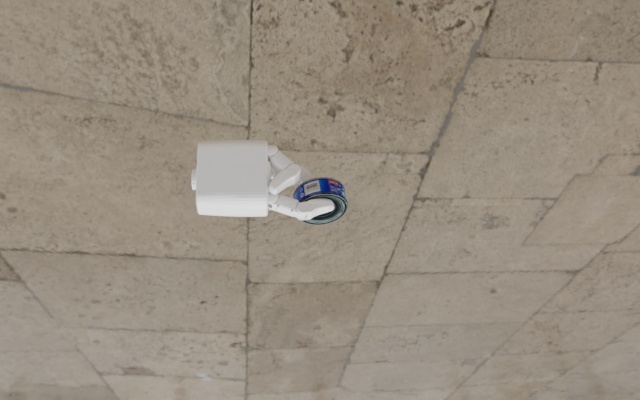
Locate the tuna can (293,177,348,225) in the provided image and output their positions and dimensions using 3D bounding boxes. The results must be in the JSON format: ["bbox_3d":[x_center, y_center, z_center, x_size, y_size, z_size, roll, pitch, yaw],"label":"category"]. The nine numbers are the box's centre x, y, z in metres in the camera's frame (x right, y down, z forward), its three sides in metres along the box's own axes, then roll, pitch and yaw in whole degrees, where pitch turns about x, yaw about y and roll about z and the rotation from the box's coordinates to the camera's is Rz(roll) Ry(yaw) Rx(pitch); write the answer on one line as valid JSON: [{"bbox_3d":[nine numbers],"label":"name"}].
[{"bbox_3d":[0.000,0.003,0.768,0.086,0.033,0.086,-6,-37,-5],"label":"tuna can"}]
